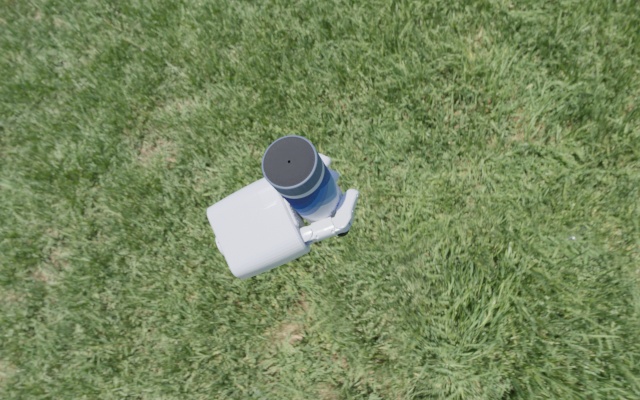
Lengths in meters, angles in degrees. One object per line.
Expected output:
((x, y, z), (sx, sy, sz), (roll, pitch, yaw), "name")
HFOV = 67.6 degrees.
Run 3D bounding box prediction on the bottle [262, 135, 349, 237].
((0.000, 0.002, 0.674), (0.069, 0.069, 0.296), (0, -18, 15), "bottle")
